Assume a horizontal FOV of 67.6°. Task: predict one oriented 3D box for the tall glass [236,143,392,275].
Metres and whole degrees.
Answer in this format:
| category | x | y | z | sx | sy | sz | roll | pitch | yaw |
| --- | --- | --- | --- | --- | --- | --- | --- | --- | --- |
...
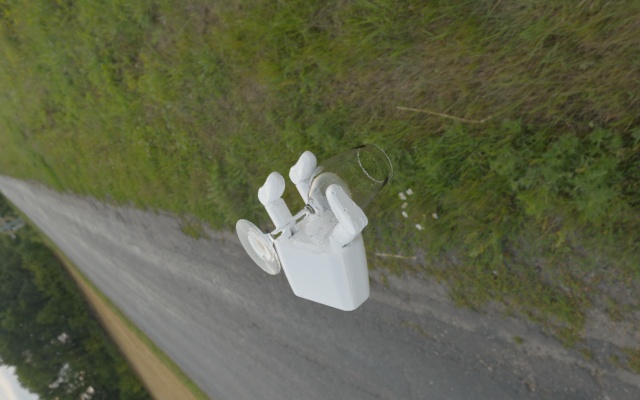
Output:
| category | x | y | z | sx | sy | sz | roll | pitch | yaw |
| --- | --- | --- | --- | --- | --- | --- | --- | --- | --- |
| tall glass | 0.000 | 0.002 | 0.580 | 0.201 | 0.079 | 0.079 | -36 | 19 | -28 |
